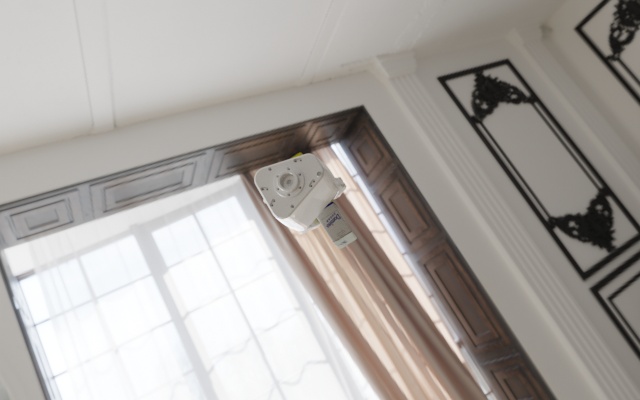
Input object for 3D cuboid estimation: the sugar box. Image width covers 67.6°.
[{"bbox_3d":[0.000,0.003,0.884,0.048,0.176,0.093,-31,-16,3],"label":"sugar box"}]
